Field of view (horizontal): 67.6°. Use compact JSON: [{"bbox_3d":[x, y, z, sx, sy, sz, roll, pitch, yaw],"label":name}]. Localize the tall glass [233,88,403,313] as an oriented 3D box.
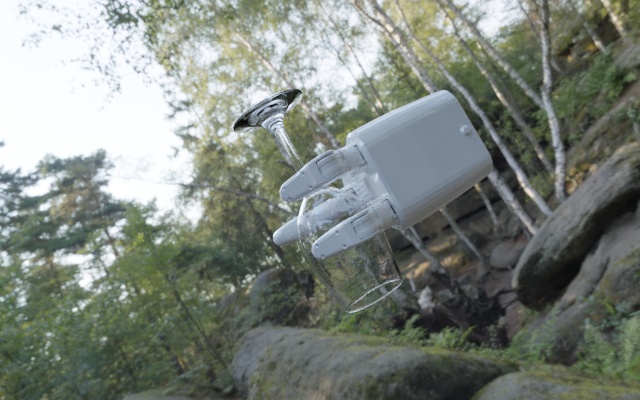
[{"bbox_3d":[0.000,0.001,0.444,0.079,0.201,0.079,-30,-3,-2],"label":"tall glass"}]
